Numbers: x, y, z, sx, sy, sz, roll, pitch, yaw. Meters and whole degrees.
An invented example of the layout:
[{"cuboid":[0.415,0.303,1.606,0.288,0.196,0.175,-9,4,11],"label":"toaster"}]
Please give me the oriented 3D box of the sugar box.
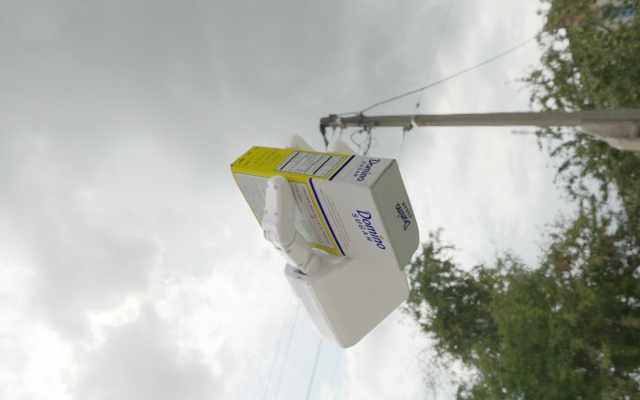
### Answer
[{"cuboid":[0.000,0.001,0.441,0.176,0.093,0.048,9,45,40],"label":"sugar box"}]
